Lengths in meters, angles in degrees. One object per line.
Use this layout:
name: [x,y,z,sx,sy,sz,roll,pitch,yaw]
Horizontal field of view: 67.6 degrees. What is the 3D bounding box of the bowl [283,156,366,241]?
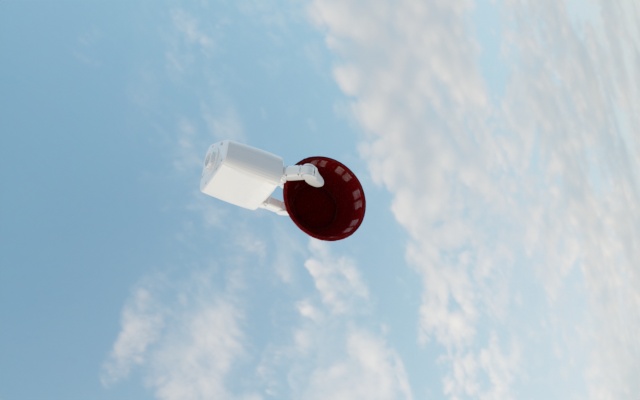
bowl: [0.001,0.004,0.872,0.162,0.162,0.055,0,-19,-23]
